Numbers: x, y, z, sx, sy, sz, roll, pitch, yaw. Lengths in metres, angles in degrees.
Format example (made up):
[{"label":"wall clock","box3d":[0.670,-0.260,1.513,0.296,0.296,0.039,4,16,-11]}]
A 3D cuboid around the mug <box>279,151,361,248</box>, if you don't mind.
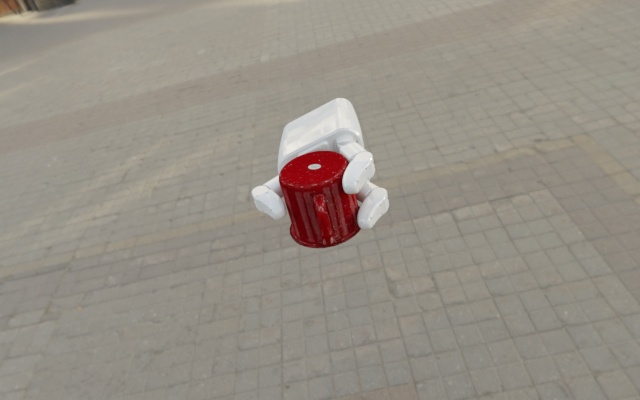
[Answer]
[{"label":"mug","box3d":[0.000,0.002,0.544,0.093,0.081,0.117,-12,34,5]}]
